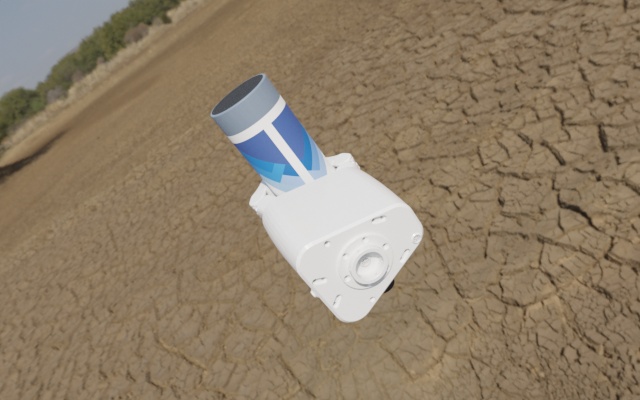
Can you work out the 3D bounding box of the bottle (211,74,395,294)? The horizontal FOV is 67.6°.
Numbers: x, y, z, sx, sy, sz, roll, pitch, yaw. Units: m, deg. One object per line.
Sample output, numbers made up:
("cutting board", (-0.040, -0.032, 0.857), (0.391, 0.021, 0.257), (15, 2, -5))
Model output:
("bottle", (0.000, 0.002, 0.527), (0.069, 0.296, 0.069), (-29, 28, 17))
